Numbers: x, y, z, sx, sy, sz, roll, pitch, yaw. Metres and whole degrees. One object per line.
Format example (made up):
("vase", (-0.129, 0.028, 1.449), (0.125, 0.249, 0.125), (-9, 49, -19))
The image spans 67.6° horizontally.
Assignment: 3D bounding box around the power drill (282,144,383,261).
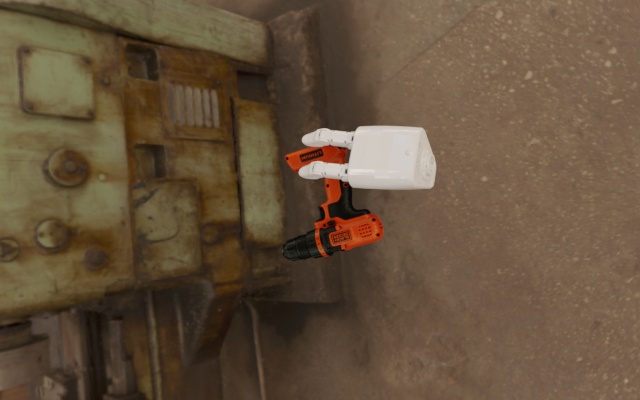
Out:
("power drill", (0.000, 0.002, 0.825), (0.184, 0.187, 0.057), (-16, -1, 16))
